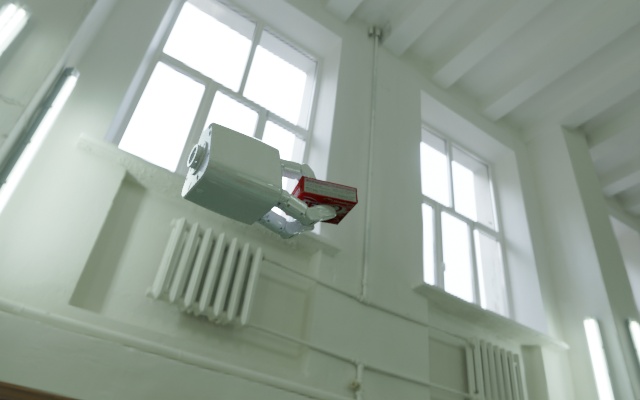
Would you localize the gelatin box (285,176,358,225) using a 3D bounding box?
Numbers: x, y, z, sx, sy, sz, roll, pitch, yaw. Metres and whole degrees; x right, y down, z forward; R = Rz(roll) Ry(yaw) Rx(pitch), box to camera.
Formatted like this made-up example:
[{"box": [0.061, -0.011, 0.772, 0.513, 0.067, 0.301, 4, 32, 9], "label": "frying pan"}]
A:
[{"box": [0.000, 0.002, 0.707, 0.089, 0.030, 0.073, 11, -33, -19], "label": "gelatin box"}]
